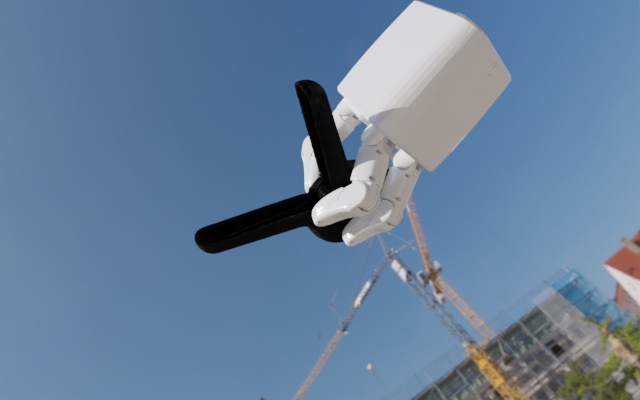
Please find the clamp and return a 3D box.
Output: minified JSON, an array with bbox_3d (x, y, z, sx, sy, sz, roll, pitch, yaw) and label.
[{"bbox_3d":[0.000,0.001,0.435,0.210,0.164,0.036,25,22,-49],"label":"clamp"}]
